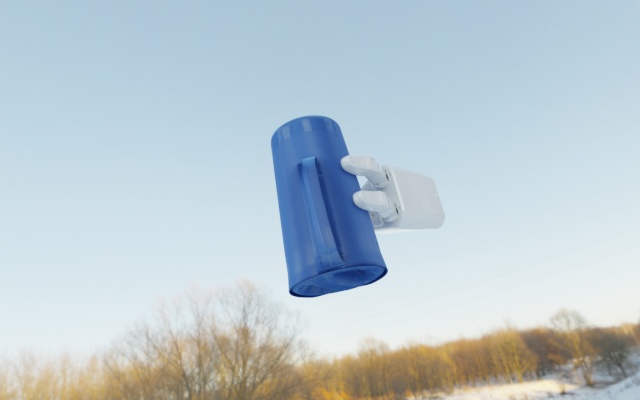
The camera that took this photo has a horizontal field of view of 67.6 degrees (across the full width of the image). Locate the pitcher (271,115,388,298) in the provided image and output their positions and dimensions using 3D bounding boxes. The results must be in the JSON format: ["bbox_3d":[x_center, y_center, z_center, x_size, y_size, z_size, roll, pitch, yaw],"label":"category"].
[{"bbox_3d":[0.000,0.002,0.661,0.145,0.242,0.149,6,-29,-37],"label":"pitcher"}]
